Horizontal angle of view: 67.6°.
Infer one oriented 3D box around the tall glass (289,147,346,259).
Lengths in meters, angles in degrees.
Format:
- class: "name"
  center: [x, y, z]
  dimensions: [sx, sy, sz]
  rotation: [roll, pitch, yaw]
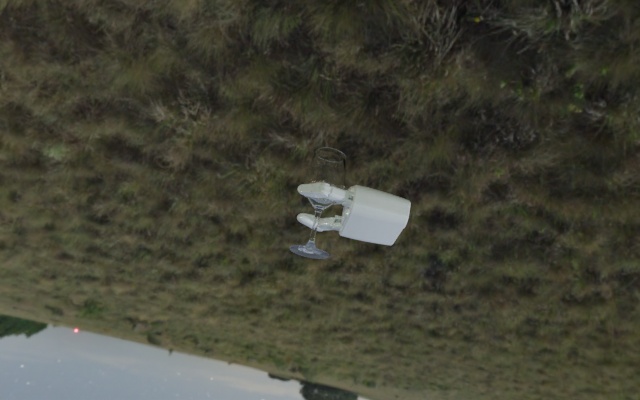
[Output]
- class: "tall glass"
  center: [0.000, 0.004, 0.895]
  dimensions: [0.079, 0.201, 0.079]
  rotation: [11, -20, 4]
